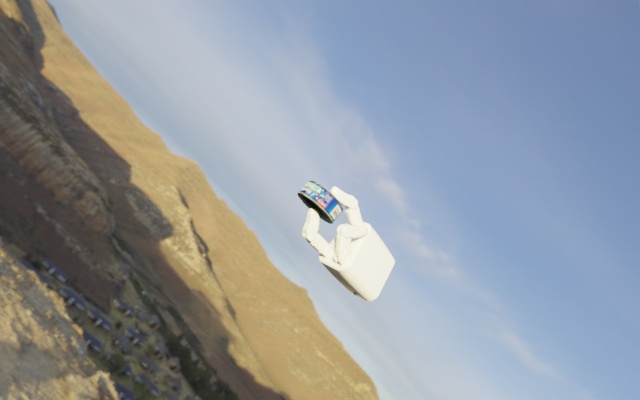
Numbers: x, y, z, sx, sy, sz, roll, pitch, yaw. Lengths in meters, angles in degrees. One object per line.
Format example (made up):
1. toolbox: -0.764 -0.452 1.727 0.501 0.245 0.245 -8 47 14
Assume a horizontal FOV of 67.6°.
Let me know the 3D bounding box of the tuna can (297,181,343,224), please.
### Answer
1. tuna can: 0.000 0.002 0.882 0.086 0.033 0.086 39 -12 10
